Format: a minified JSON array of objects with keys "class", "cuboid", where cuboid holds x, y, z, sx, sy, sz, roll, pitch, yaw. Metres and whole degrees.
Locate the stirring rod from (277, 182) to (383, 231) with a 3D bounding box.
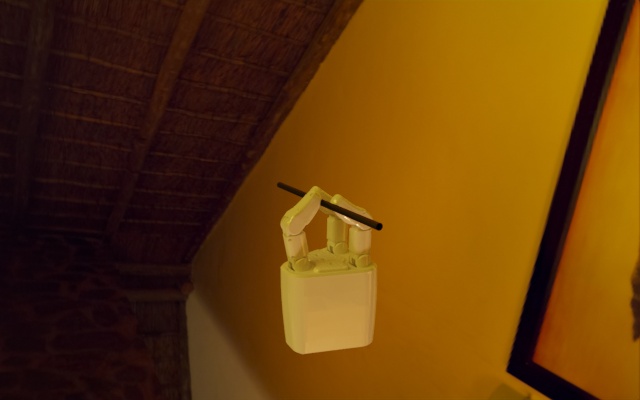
[{"class":"stirring rod","cuboid":[0.000,0.002,0.572,0.011,0.011,0.239,0,12,-30]}]
